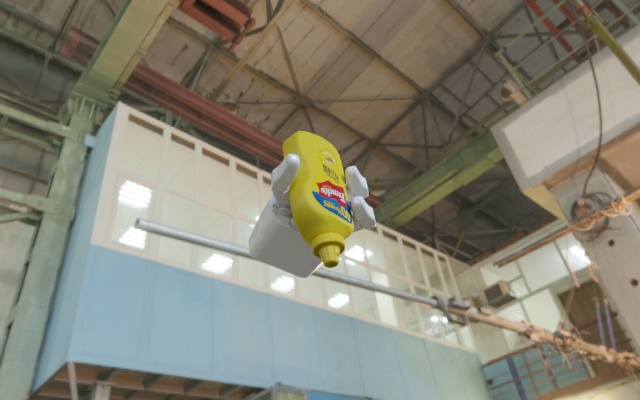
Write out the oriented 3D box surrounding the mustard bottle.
[{"bbox_3d":[0.000,0.002,0.626,0.058,0.191,0.096,-32,-43,27],"label":"mustard bottle"}]
